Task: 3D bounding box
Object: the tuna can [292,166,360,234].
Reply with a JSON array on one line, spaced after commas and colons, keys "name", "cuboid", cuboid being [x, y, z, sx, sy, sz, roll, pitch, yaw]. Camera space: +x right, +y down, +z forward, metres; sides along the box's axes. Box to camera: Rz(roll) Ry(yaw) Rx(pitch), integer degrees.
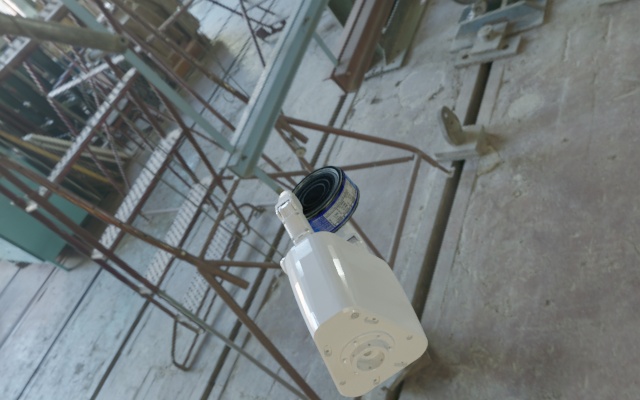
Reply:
[{"name": "tuna can", "cuboid": [0.000, 0.001, 0.539, 0.086, 0.086, 0.034, 0, -39, 50]}]
